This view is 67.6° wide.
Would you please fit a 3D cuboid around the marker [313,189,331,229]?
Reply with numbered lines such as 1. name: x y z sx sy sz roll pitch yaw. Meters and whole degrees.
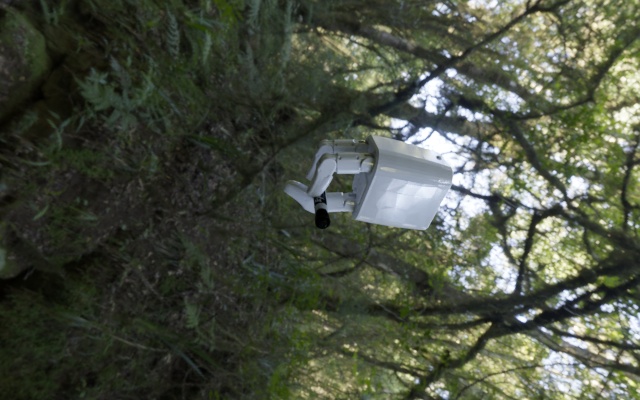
1. marker: 0.000 0.002 0.619 0.020 0.020 0.121 0 26 -3
